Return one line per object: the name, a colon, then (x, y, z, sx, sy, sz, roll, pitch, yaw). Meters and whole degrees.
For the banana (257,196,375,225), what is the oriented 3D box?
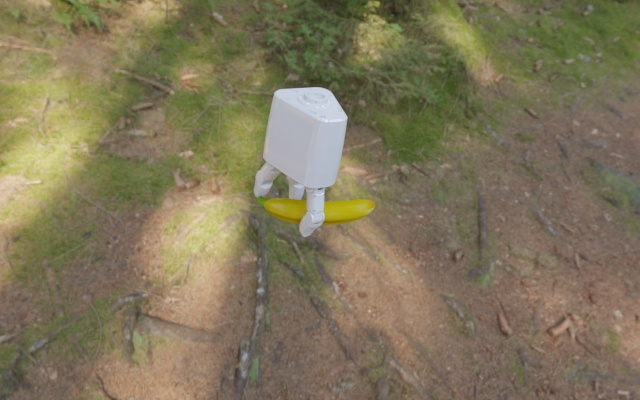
banana: (-0.001, 0.013, 0.765, 0.198, 0.037, 0.069, 4, 33, -11)
